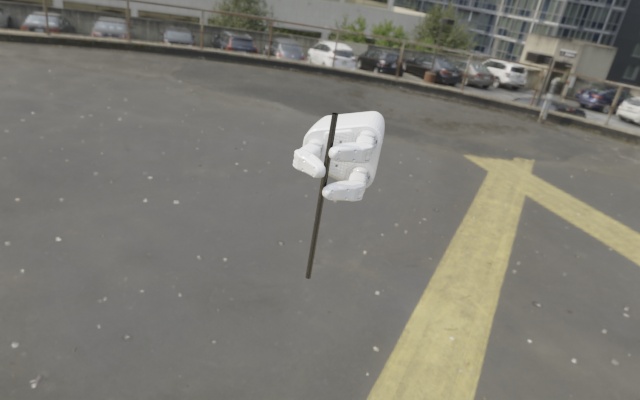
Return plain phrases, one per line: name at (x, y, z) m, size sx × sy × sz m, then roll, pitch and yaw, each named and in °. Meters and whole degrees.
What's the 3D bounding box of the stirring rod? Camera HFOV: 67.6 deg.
stirring rod at (0.000, 0.002, 0.632) m, size 0.011 × 0.240 × 0.011 m, roll 8°, pitch 25°, yaw -4°
